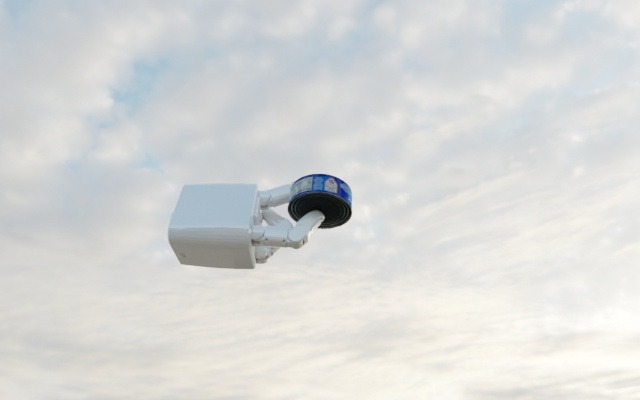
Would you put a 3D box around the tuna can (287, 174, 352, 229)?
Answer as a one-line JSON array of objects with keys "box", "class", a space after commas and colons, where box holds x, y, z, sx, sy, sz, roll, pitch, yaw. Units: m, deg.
[{"box": [0.000, 0.002, 0.639, 0.086, 0.033, 0.086, 3, -35, 2], "class": "tuna can"}]
